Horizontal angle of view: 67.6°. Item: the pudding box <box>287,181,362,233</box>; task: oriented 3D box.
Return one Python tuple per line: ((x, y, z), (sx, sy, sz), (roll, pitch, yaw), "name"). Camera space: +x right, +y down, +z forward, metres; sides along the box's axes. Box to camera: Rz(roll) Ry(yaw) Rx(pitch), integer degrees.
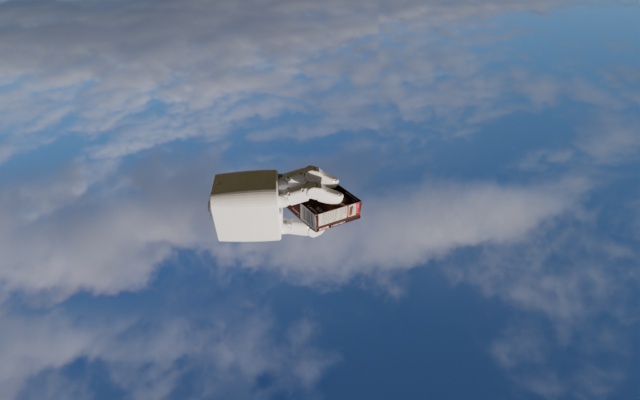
((0.000, 0.003, 0.793), (0.090, 0.039, 0.113), (-17, 36, -28), "pudding box")
